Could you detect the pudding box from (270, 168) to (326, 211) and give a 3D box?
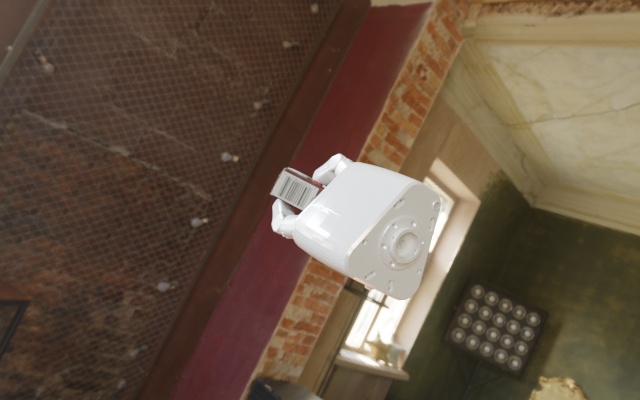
[{"bbox_3d":[0.000,0.002,0.574,0.113,0.039,0.090,29,1,-1],"label":"pudding box"}]
